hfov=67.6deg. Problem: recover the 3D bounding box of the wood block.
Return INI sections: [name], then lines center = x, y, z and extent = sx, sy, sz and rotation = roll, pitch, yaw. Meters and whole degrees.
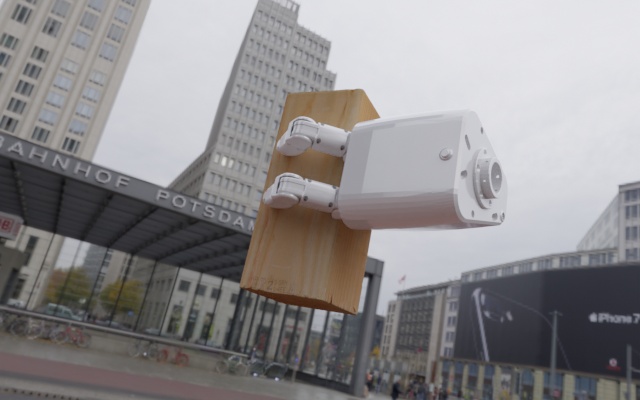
[wood block]
center = 0.001, 0.002, 0.487
extent = 0.090, 0.206, 0.091
rotation = 3, -20, 27
